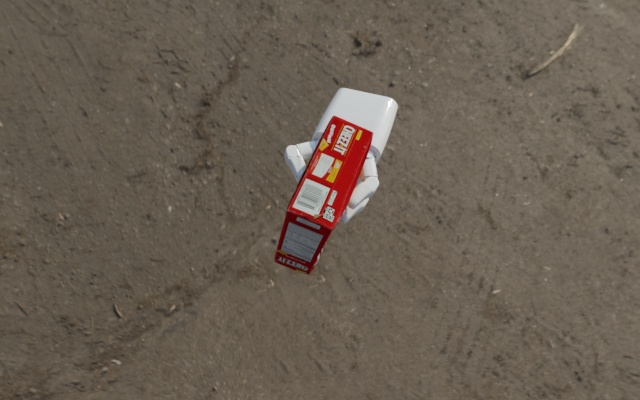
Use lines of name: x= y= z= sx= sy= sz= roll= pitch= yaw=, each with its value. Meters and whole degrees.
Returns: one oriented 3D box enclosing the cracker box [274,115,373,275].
cracker box: x=0.000 y=0.002 z=0.718 sx=0.072 sy=0.164 sz=0.214 roll=23 pitch=-26 yaw=1
